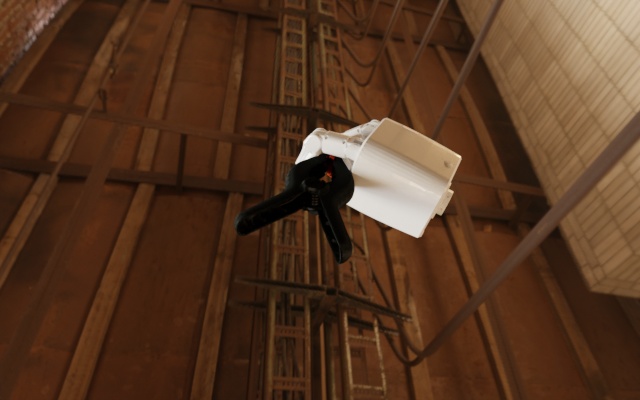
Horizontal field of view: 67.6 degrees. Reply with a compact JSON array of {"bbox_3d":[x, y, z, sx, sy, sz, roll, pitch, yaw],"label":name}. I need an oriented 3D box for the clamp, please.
[{"bbox_3d":[0.000,0.002,0.518,0.120,0.039,0.171,25,43,12],"label":"clamp"}]
